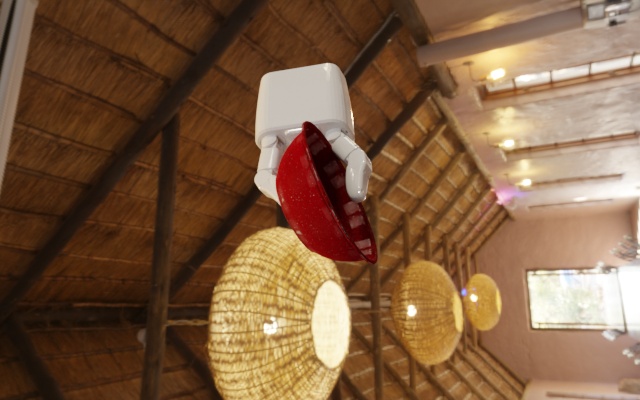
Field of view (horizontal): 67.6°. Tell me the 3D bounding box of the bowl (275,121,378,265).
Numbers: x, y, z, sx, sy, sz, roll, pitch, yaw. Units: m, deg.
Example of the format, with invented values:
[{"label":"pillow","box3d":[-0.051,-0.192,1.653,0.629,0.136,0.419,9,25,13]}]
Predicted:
[{"label":"bowl","box3d":[0.000,0.003,0.494,0.055,0.162,0.162,-26,-6,13]}]
